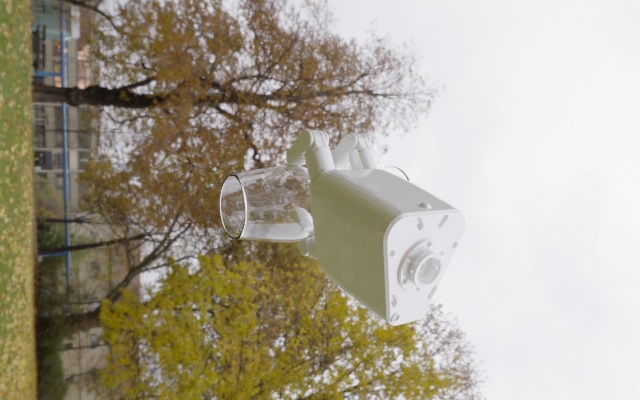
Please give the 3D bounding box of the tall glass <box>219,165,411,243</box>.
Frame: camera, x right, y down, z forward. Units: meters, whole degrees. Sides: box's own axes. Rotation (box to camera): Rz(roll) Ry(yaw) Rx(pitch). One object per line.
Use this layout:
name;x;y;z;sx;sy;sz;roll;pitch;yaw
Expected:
tall glass;0.001;0.002;0.501;0.201;0.079;0.079;-3;2;-33
